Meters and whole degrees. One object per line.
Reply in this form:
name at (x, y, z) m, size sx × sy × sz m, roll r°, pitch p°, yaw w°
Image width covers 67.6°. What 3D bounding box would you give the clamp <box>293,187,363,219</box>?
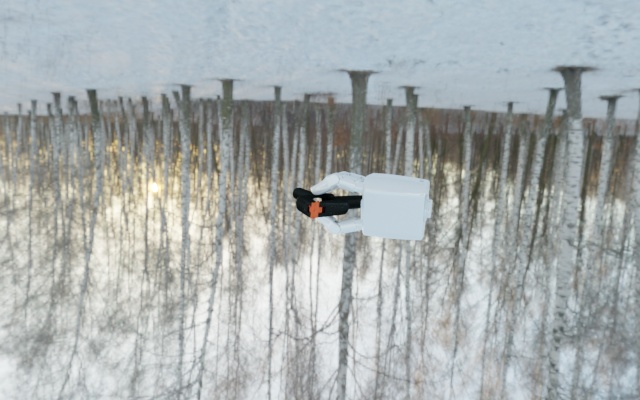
clamp at (0.000, 0.004, 0.882) m, size 0.164 × 0.036 × 0.210 m, roll 6°, pitch 8°, yaw 17°
